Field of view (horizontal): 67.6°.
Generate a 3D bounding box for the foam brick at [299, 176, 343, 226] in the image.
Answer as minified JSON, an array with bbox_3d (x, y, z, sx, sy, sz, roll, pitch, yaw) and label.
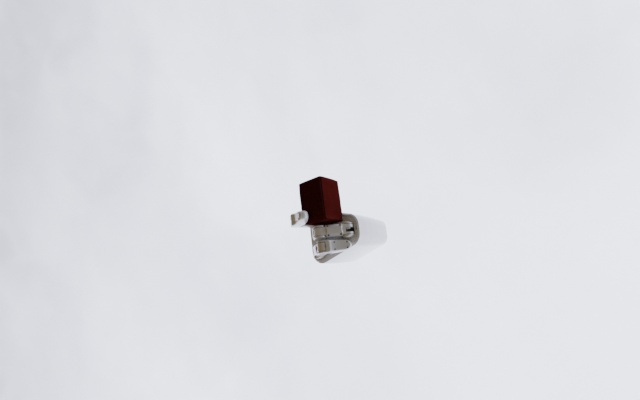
[{"bbox_3d":[0.000,0.002,0.853,0.053,0.078,0.051,-17,-16,38],"label":"foam brick"}]
